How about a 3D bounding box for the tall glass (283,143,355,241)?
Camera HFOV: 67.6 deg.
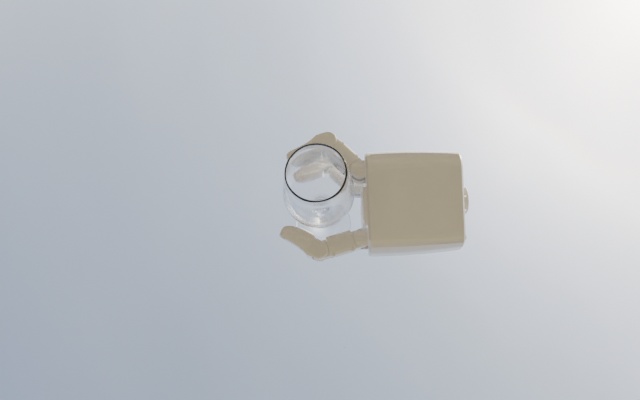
[{"bbox_3d":[0.000,0.002,0.555,0.079,0.079,0.201,0,-17,3],"label":"tall glass"}]
